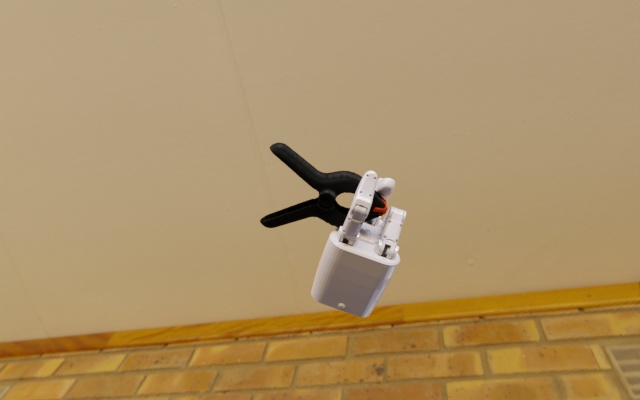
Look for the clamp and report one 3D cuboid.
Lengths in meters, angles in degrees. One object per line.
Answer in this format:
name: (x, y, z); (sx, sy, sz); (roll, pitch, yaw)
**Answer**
clamp: (0.000, 0.002, 0.639); (0.171, 0.120, 0.039); (20, 29, -1)
